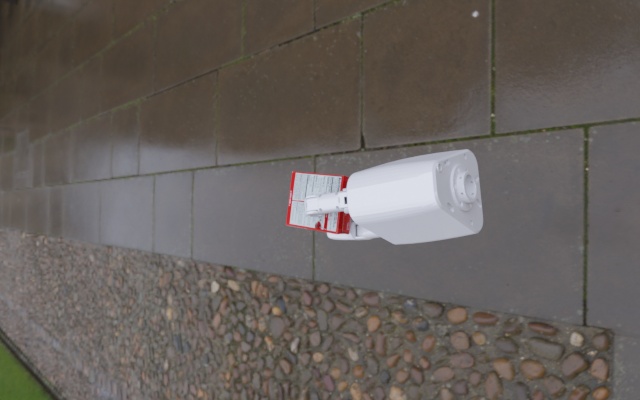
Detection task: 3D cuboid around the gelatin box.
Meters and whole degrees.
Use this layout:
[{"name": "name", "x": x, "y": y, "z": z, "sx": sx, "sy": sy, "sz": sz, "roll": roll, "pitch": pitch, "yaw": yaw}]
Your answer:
[{"name": "gelatin box", "x": 0.000, "y": 0.002, "z": 0.617, "sx": 0.089, "sy": 0.073, "sz": 0.030, "roll": 7, "pitch": 1, "yaw": 37}]
